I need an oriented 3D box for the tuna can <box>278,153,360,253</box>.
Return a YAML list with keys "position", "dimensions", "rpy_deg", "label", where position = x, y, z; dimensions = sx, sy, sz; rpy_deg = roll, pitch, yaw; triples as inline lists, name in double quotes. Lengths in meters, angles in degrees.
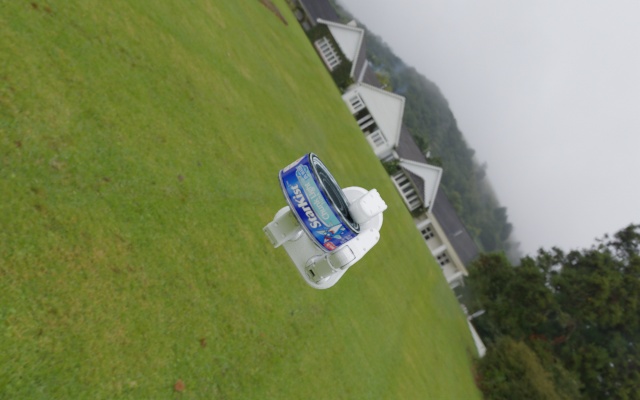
- position: [0.001, 0.001, 0.422]
  dimensions: [0.034, 0.086, 0.086]
  rpy_deg: [-31, -7, 11]
  label: "tuna can"
